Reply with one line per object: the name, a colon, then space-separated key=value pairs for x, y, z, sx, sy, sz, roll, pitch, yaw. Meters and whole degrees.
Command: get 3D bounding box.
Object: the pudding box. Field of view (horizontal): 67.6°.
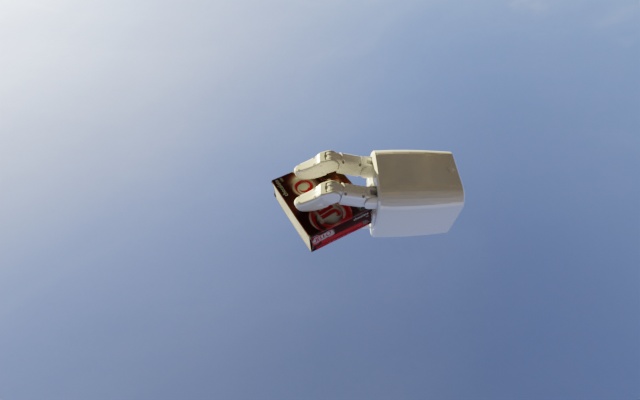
pudding box: x=0.000 y=0.002 z=0.624 sx=0.090 sy=0.039 sz=0.113 roll=-24 pitch=50 yaw=-18
